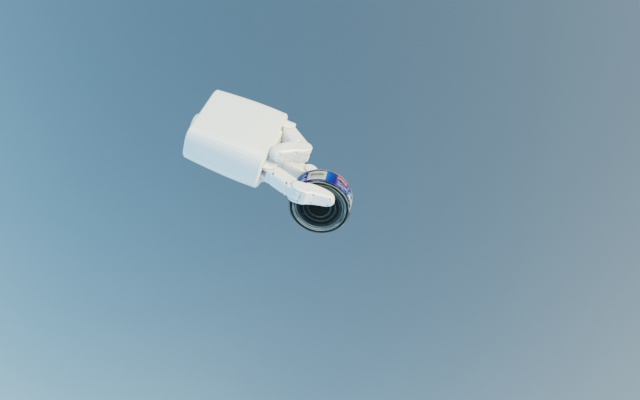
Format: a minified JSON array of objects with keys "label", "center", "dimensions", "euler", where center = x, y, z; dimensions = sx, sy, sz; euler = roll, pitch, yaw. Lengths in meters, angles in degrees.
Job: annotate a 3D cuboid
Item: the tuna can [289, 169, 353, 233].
[{"label":"tuna can","center":[0.000,0.002,0.651],"dimensions":[0.086,0.086,0.033],"euler":[0,31,9]}]
